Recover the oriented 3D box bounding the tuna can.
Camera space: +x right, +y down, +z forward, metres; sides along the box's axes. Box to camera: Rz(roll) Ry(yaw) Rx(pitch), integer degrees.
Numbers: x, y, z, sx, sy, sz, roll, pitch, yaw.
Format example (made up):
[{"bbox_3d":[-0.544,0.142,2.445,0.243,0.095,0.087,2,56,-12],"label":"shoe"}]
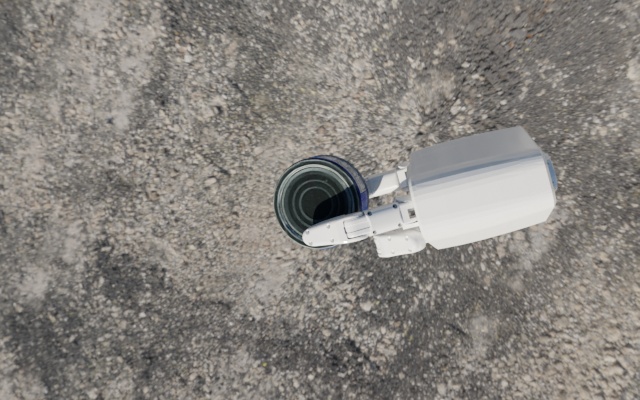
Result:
[{"bbox_3d":[0.000,0.002,0.443,0.086,0.086,0.033,0,9,18],"label":"tuna can"}]
